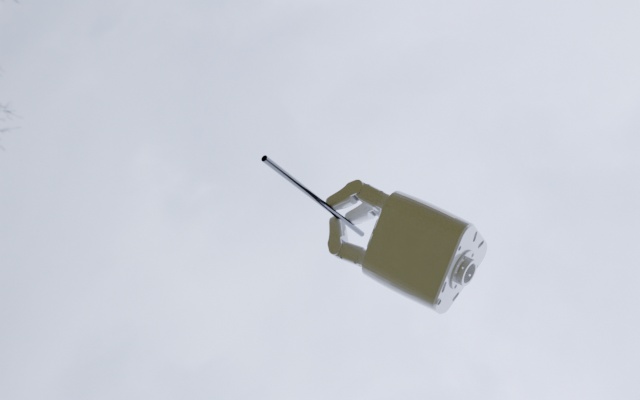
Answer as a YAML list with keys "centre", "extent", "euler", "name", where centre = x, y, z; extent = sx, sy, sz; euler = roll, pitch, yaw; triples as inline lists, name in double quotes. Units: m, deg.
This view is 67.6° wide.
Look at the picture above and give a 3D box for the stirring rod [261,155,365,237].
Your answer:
- centre: [0.000, 0.002, 0.607]
  extent: [0.011, 0.011, 0.240]
  euler: [0, -23, 33]
  name: "stirring rod"
